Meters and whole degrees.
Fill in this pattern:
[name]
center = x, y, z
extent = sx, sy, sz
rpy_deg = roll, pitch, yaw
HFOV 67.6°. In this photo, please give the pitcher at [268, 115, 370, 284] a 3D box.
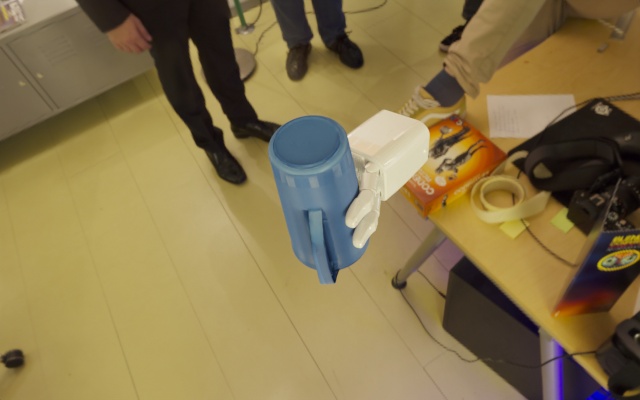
[pitcher]
center = 0.000, 0.002, 0.709
extent = 0.149, 0.145, 0.243
rpy_deg = 38, -22, 31
